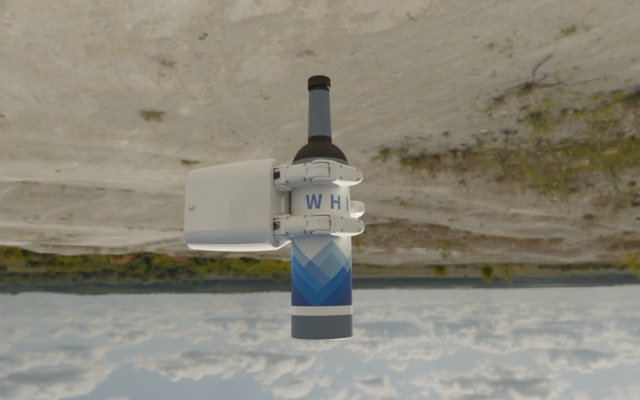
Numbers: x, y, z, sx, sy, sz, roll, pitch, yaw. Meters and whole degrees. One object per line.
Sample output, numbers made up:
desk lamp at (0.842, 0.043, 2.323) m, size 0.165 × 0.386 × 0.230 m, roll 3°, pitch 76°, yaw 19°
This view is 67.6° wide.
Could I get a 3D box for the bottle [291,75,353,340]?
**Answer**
bottle at (0.000, 0.002, 0.538) m, size 0.069 × 0.295 × 0.069 m, roll -1°, pitch -10°, yaw 0°
